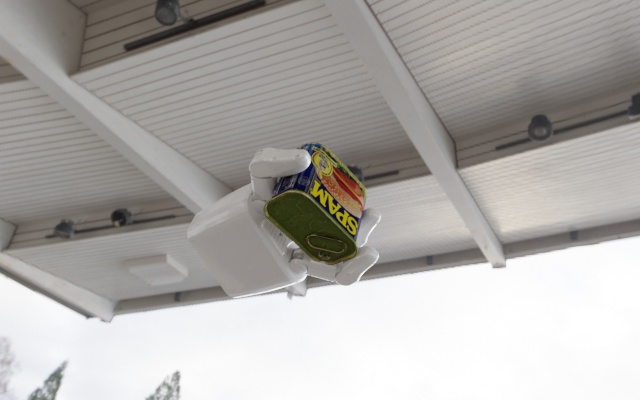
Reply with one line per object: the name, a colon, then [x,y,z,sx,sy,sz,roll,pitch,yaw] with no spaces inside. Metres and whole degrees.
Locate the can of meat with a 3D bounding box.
can of meat: [0.000,0.001,0.493,0.057,0.084,0.102,-26,-59,35]
